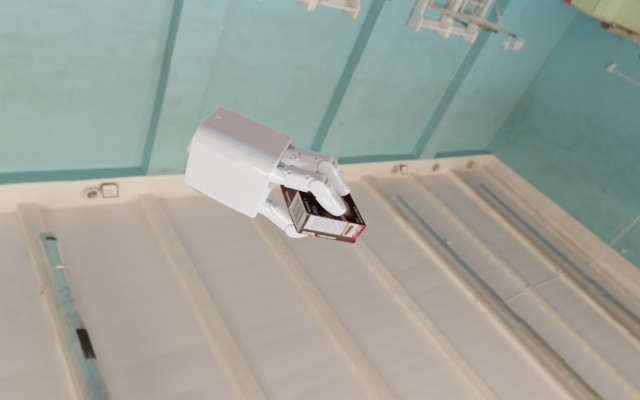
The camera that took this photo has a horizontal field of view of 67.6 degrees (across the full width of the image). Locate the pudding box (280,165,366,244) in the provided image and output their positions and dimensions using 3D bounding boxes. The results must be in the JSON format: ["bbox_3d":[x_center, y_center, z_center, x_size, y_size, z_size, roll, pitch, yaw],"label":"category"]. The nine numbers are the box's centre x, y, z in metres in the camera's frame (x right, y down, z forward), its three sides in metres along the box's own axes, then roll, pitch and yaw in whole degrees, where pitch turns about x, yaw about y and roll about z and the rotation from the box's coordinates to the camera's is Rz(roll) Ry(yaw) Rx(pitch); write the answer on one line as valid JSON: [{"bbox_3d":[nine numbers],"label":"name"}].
[{"bbox_3d":[0.000,0.002,0.640,0.090,0.039,0.113,12,36,-28],"label":"pudding box"}]
